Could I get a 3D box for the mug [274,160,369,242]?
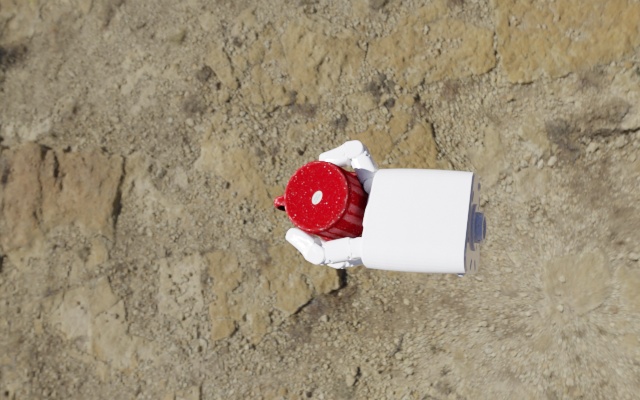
[{"bbox_3d":[-0.001,0.002,0.556,0.117,0.093,0.081,0,-10,26],"label":"mug"}]
